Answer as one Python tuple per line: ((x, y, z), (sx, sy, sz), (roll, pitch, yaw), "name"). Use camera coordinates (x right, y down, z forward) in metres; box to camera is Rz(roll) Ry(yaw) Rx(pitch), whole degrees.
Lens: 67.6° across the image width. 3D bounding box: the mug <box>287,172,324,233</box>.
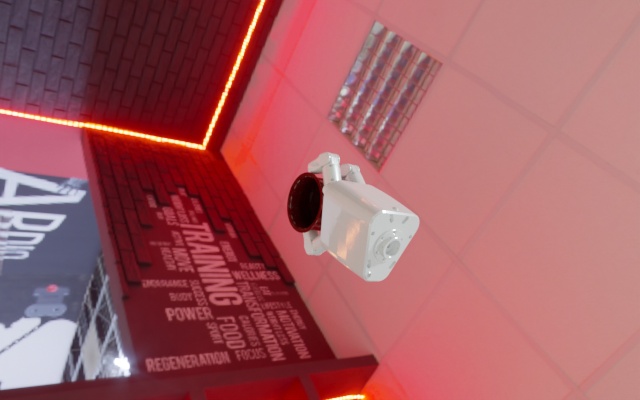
((0.000, 0.002, 0.759), (0.081, 0.093, 0.117), (8, 19, -37), "mug")
